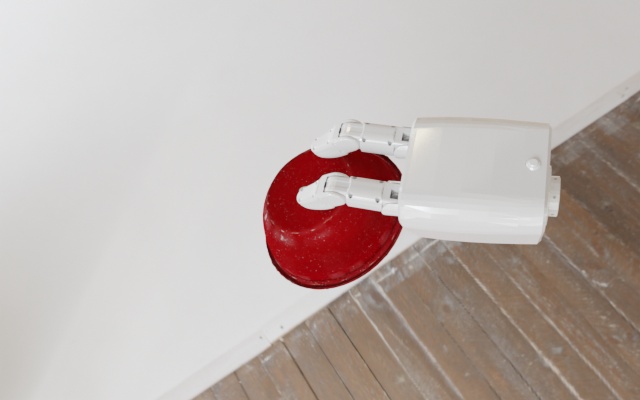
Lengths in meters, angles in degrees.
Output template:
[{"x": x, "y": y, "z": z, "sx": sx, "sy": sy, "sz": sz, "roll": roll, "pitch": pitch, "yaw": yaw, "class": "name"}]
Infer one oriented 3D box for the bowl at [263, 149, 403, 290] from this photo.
[{"x": -0.001, "y": 0.002, "z": 0.468, "sx": 0.162, "sy": 0.162, "sz": 0.055, "roll": 0, "pitch": -27, "yaw": 32, "class": "bowl"}]
